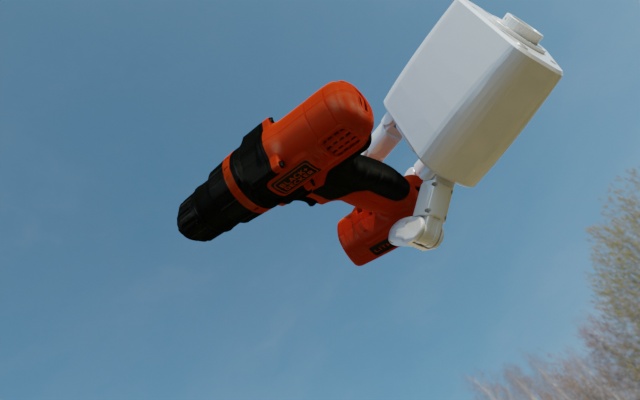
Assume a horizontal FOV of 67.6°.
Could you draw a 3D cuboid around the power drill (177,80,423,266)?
[{"bbox_3d":[0.001,0.001,0.404,0.184,0.057,0.188,-32,-36,26],"label":"power drill"}]
